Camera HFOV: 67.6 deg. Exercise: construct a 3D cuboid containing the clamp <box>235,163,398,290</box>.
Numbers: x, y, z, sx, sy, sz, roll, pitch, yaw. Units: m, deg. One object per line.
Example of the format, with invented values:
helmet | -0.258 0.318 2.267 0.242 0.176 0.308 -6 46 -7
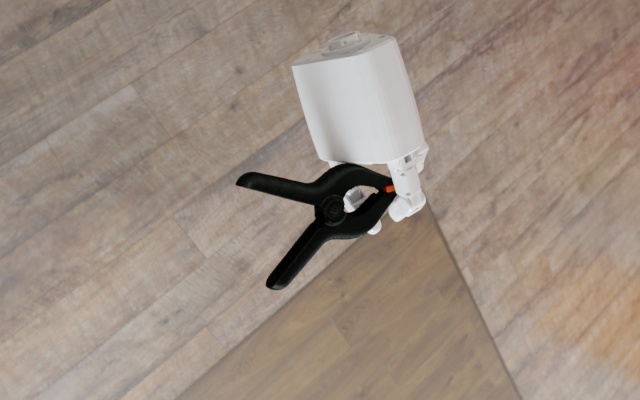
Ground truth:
clamp | 0.001 0.002 0.479 0.171 0.120 0.039 -30 26 -20
